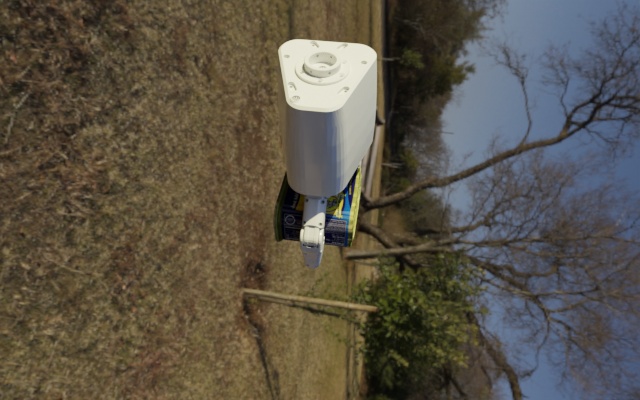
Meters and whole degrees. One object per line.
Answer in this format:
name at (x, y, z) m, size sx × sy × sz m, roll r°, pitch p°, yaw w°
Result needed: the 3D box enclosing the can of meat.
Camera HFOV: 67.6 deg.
can of meat at (0.000, 0.002, 0.534) m, size 0.084 × 0.102 × 0.057 m, roll 6°, pitch -44°, yaw 6°
